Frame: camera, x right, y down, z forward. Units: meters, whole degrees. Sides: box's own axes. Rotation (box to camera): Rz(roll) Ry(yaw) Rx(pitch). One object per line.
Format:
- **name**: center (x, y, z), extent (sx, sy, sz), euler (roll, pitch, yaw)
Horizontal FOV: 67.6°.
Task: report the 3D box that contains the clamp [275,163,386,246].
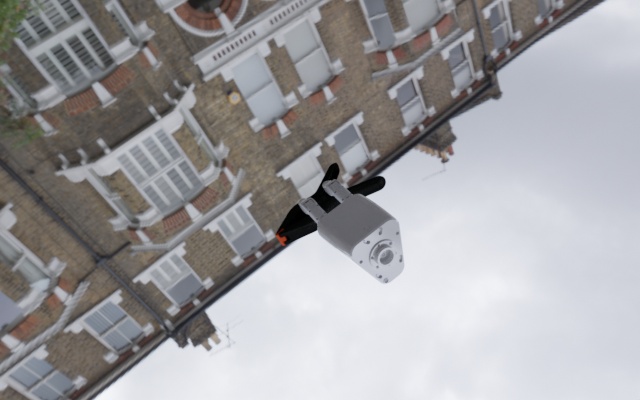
- **clamp**: center (0.000, 0.004, 0.883), extent (0.210, 0.036, 0.164), euler (-37, 28, -10)
